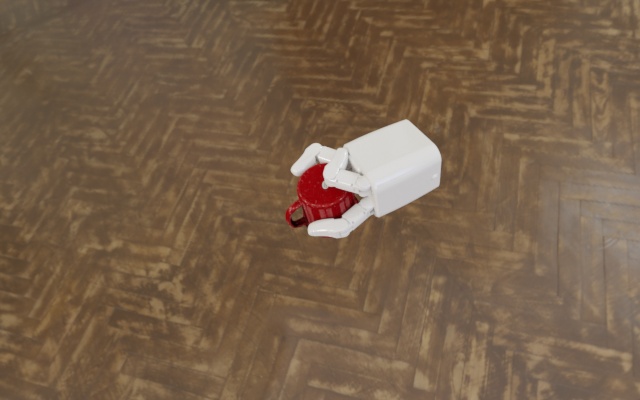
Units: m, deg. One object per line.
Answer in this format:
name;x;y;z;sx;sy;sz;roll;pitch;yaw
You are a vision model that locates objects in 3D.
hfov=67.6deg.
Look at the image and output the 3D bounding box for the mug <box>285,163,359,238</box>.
mug;-0.001;0.003;0.722;0.117;0.093;0.082;-26;-34;-6
